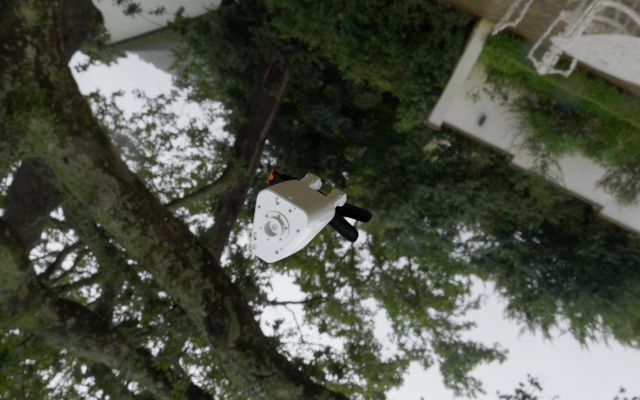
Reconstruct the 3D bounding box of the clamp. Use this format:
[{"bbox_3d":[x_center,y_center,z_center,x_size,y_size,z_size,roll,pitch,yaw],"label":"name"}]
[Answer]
[{"bbox_3d":[-0.001,0.003,0.888,0.210,0.036,0.164,31,16,14],"label":"clamp"}]
